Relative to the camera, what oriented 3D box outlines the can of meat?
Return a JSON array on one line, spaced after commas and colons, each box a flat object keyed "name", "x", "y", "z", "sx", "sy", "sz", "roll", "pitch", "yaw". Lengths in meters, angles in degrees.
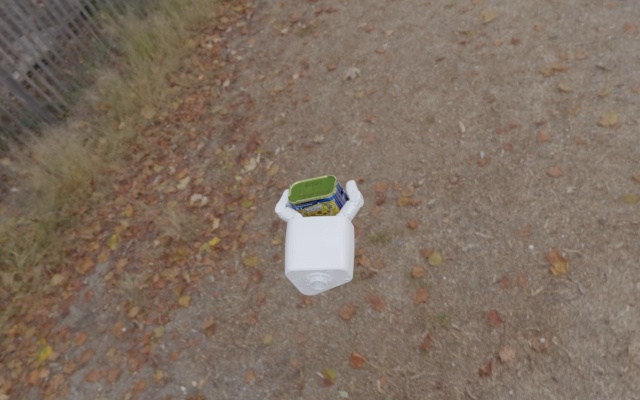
[{"name": "can of meat", "x": 0.000, "y": 0.003, "z": 0.885, "sx": 0.102, "sy": 0.057, "sz": 0.084, "roll": -11, "pitch": -41, "yaw": 21}]
